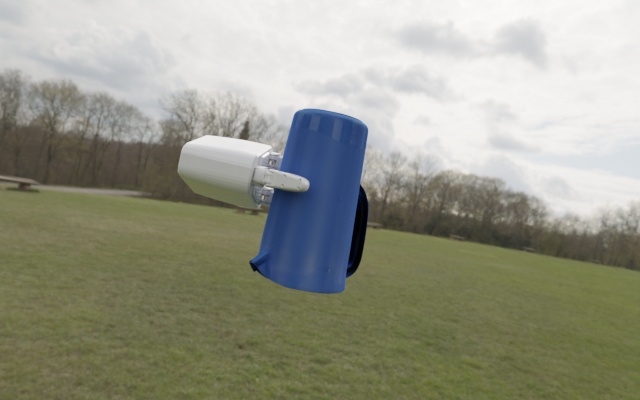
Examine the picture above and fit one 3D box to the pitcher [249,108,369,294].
[{"bbox_3d":[0.000,0.002,0.681,0.145,0.243,0.149,12,2,7],"label":"pitcher"}]
